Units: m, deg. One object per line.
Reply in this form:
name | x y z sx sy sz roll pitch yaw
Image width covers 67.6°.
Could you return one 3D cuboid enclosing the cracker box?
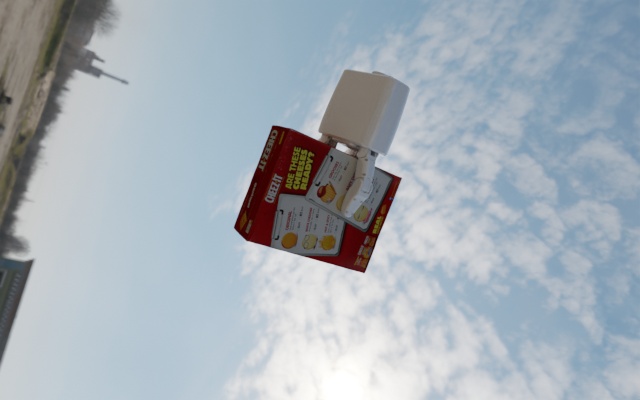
cracker box | 0.000 0.002 0.714 0.214 0.164 0.072 20 3 -32
